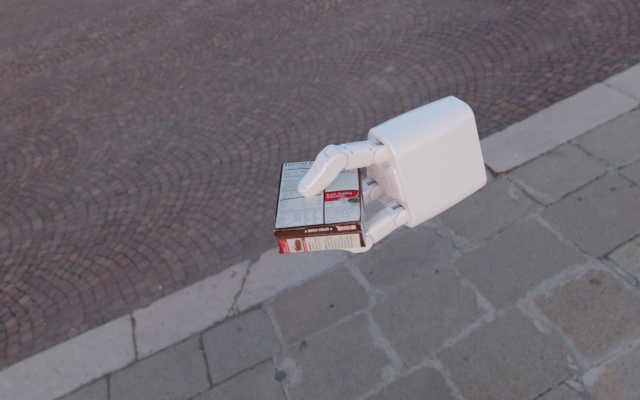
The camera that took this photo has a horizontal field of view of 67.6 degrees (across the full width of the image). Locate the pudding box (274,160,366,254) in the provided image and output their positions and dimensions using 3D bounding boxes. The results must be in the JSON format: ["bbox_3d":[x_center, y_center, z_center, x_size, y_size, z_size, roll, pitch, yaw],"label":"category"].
[{"bbox_3d":[0.000,0.002,0.507,0.090,0.039,0.113,-6,40,7],"label":"pudding box"}]
